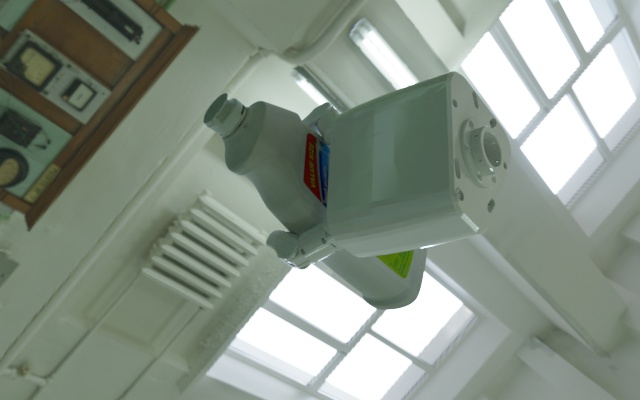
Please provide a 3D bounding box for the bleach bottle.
[{"bbox_3d":[0.000,0.001,0.430,0.068,0.102,0.251,-16,-44,43],"label":"bleach bottle"}]
